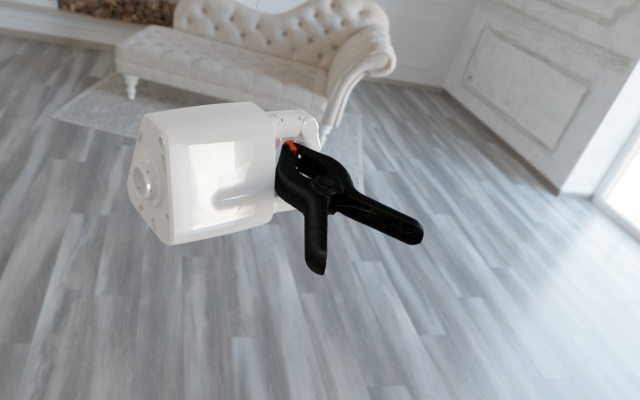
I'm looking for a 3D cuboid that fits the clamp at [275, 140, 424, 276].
[{"bbox_3d":[0.000,0.001,0.447,0.120,0.039,0.171,-15,43,-41],"label":"clamp"}]
